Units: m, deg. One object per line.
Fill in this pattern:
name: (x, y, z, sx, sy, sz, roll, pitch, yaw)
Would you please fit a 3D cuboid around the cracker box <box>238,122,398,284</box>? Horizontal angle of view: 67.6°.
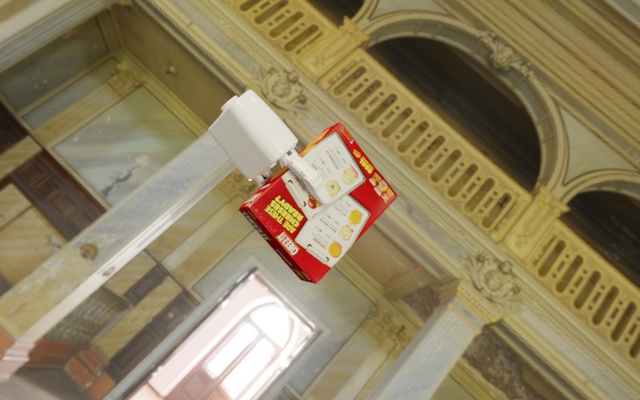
cracker box: (0.000, 0.002, 0.783, 0.213, 0.164, 0.072, -45, 14, -21)
